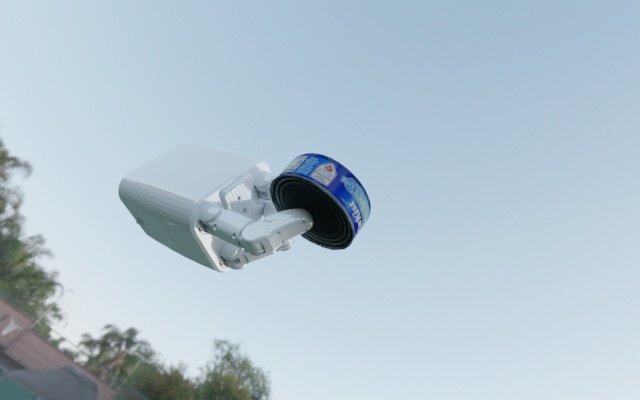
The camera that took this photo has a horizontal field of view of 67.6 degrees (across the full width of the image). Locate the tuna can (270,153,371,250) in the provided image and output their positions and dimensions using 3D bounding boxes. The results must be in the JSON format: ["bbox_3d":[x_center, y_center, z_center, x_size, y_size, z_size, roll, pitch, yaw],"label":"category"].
[{"bbox_3d":[0.000,0.001,0.414,0.086,0.086,0.033,0,41,47],"label":"tuna can"}]
